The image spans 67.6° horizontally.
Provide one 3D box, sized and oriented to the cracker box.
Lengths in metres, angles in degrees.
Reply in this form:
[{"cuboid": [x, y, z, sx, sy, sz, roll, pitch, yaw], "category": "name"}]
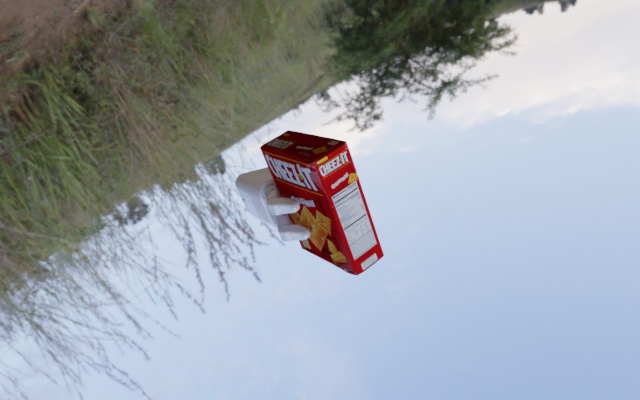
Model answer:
[{"cuboid": [0.000, 0.003, 0.777, 0.072, 0.214, 0.164, -35, 30, -24], "category": "cracker box"}]
